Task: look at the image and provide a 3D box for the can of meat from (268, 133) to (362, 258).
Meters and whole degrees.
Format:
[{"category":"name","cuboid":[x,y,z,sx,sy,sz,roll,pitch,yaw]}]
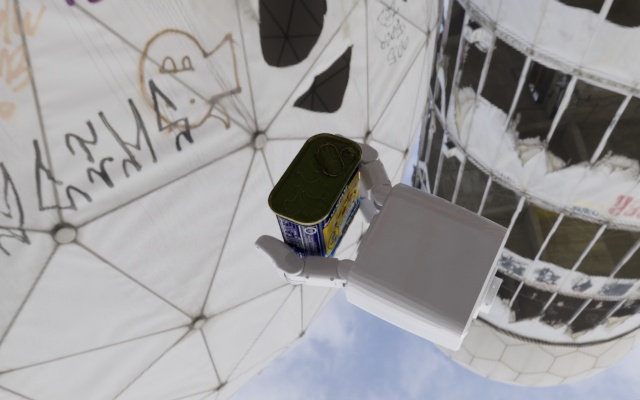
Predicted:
[{"category":"can of meat","cuboid":[0.000,0.002,0.458,0.057,0.102,0.084,20,-31,20]}]
